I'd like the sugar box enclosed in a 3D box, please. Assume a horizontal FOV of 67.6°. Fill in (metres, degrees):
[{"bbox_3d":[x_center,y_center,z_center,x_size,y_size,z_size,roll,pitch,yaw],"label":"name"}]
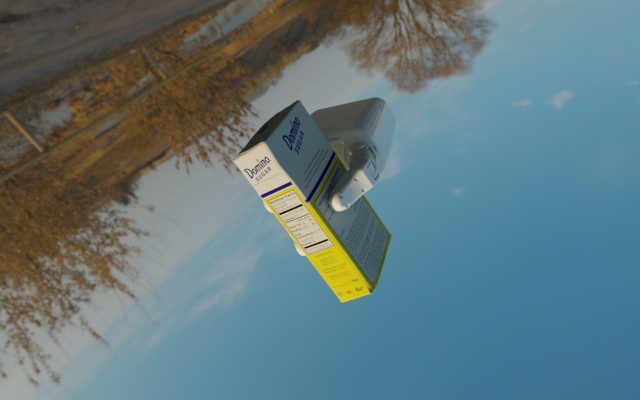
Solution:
[{"bbox_3d":[0.000,0.002,0.457,0.048,0.176,0.093,-26,21,32],"label":"sugar box"}]
